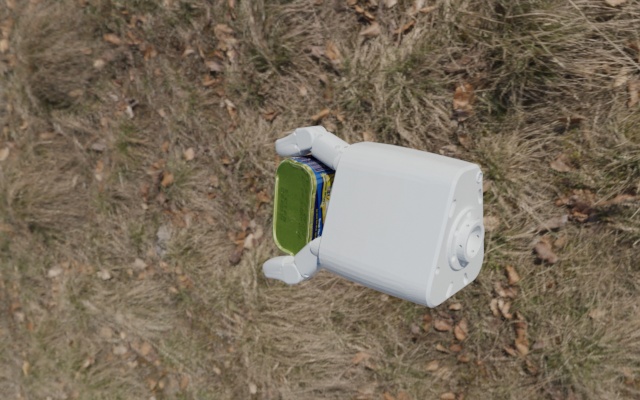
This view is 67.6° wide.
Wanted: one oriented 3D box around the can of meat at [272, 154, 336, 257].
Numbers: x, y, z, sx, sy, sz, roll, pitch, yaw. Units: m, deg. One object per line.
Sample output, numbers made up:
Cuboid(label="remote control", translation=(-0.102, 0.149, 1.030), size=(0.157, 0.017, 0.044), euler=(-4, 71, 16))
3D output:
Cuboid(label="can of meat", translation=(0.000, 0.002, 0.481), size=(0.057, 0.102, 0.084), euler=(21, 25, 38))
